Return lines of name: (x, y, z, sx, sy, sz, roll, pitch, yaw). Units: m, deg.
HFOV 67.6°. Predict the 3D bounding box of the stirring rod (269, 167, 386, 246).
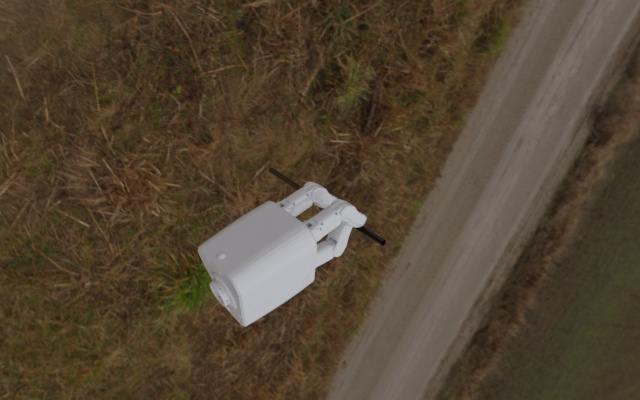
stirring rod: (0.000, 0.002, 0.658, 0.011, 0.011, 0.239, 0, 24, -44)
